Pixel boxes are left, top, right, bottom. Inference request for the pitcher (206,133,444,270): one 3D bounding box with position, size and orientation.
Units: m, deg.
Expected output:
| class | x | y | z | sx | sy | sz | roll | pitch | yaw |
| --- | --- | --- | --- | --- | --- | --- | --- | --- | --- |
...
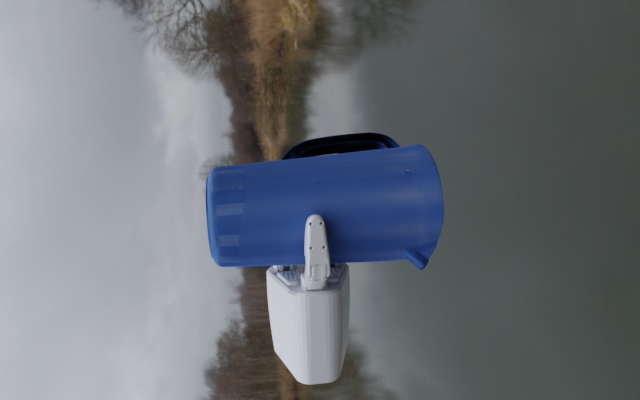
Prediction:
| class | x | y | z | sx | sy | sz | roll | pitch | yaw |
| --- | --- | --- | --- | --- | --- | --- | --- | --- | --- |
| pitcher | 0.000 | 0.002 | 0.535 | 0.243 | 0.145 | 0.149 | -4 | 10 | -8 |
